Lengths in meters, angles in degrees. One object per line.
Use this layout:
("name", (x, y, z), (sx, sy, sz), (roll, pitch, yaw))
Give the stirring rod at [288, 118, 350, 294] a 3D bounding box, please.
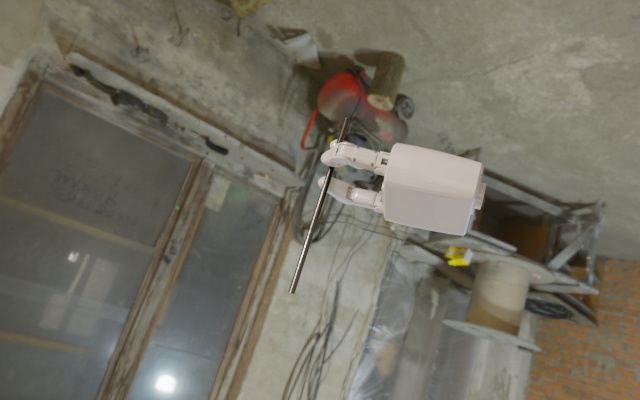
("stirring rod", (0.000, 0.002, 0.611), (0.011, 0.239, 0.011), (17, -14, 4))
